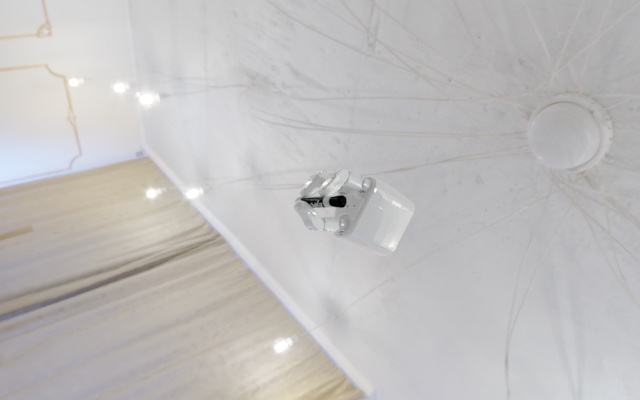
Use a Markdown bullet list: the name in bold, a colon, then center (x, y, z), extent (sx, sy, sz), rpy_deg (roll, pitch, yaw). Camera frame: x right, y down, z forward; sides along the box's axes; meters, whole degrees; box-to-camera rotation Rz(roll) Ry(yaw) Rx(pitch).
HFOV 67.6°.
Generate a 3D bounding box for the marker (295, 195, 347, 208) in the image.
- **marker**: center (0.000, 0.002, 0.736), extent (0.020, 0.020, 0.121), rpy_deg (0, -1, -35)
